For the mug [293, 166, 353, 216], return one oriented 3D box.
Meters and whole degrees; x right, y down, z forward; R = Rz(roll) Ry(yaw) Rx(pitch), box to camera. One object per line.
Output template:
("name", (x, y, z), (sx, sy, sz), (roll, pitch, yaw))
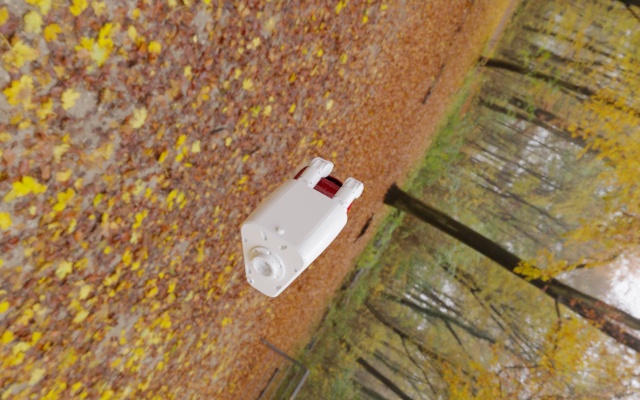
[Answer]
("mug", (0.001, 0.002, 0.712), (0.081, 0.093, 0.117), (31, 42, 11))
